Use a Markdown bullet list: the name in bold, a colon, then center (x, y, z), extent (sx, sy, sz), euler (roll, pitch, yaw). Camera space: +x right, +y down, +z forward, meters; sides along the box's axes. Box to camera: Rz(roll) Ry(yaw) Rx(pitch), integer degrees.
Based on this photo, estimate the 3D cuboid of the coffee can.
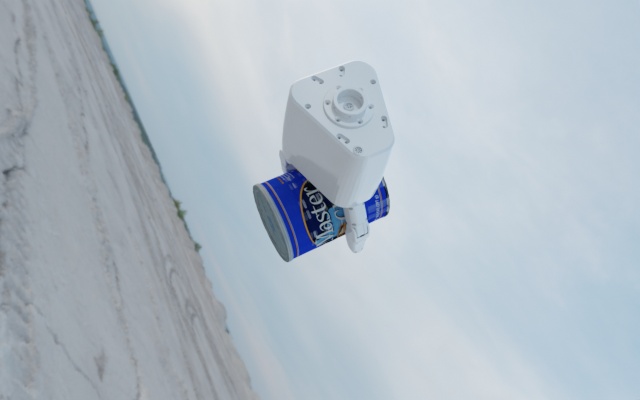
- **coffee can**: center (0.000, 0.002, 0.597), extent (0.140, 0.103, 0.103), euler (-24, 7, -16)
